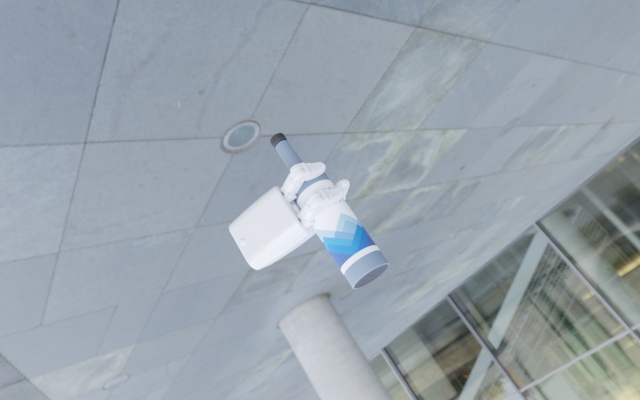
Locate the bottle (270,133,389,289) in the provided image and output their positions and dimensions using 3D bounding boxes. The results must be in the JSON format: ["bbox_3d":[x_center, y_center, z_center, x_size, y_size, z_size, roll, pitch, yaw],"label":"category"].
[{"bbox_3d":[0.000,0.003,0.774,0.069,0.295,0.069,-28,-24,-14],"label":"bottle"}]
